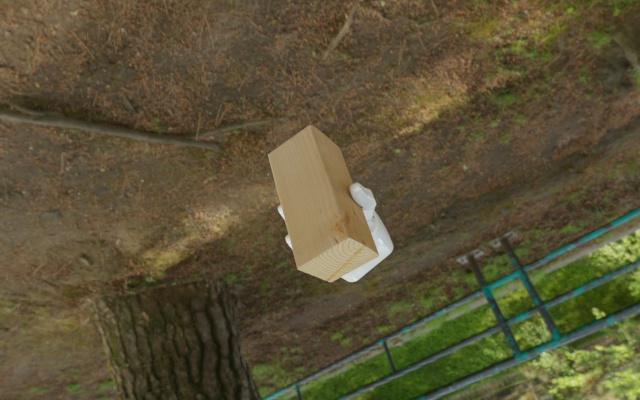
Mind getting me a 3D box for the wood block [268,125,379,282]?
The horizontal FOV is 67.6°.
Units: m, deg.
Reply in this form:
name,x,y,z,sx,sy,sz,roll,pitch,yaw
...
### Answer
name,x,y,z,sx,sy,sz,roll,pitch,yaw
wood block,0.001,0.002,0.712,0.091,0.206,0.090,-32,-36,20
